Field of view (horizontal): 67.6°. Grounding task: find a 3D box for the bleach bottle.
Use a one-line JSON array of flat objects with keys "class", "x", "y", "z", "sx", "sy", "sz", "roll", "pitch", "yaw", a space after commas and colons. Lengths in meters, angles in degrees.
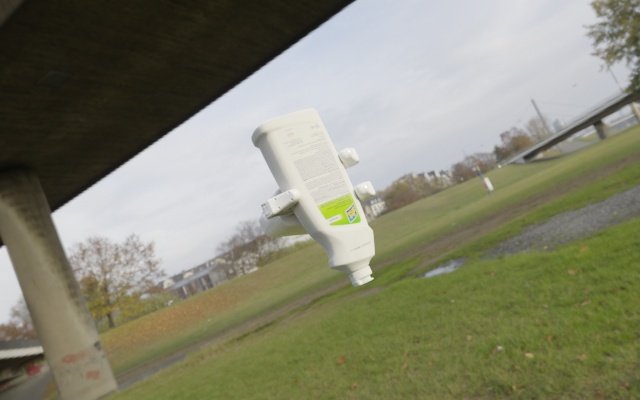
[{"class": "bleach bottle", "x": 0.000, "y": 0.002, "z": 0.661, "sx": 0.102, "sy": 0.251, "sz": 0.068, "roll": -21, "pitch": -8, "yaw": -25}]
